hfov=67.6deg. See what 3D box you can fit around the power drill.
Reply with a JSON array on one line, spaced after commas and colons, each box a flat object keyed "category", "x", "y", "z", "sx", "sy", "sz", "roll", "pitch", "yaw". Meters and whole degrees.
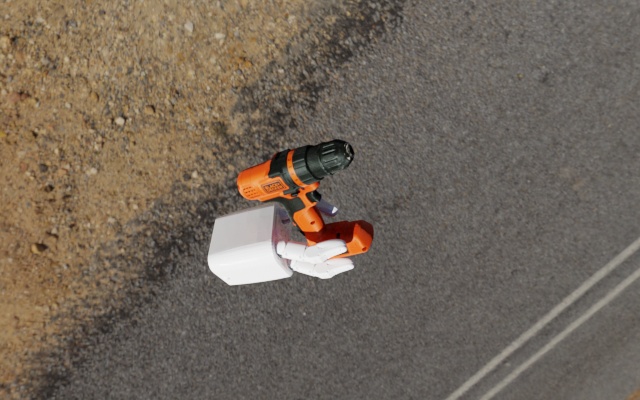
[{"category": "power drill", "x": 0.000, "y": 0.003, "z": 0.677, "sx": 0.184, "sy": 0.057, "sz": 0.188, "roll": -14, "pitch": -51, "yaw": 34}]
